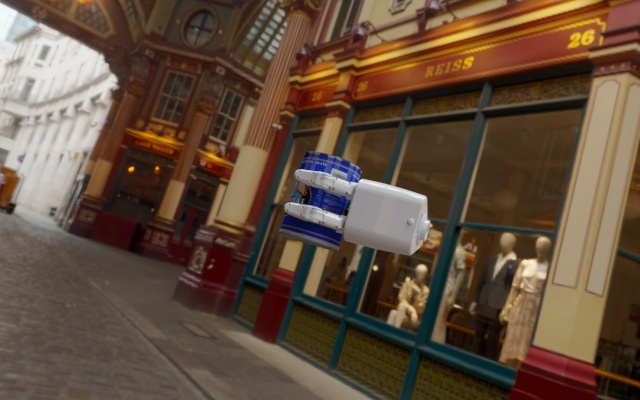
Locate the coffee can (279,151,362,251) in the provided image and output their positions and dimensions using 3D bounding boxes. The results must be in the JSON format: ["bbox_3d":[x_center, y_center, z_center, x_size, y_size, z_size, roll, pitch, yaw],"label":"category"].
[{"bbox_3d":[0.000,0.003,0.792,0.103,0.140,0.103,17,-8,2],"label":"coffee can"}]
